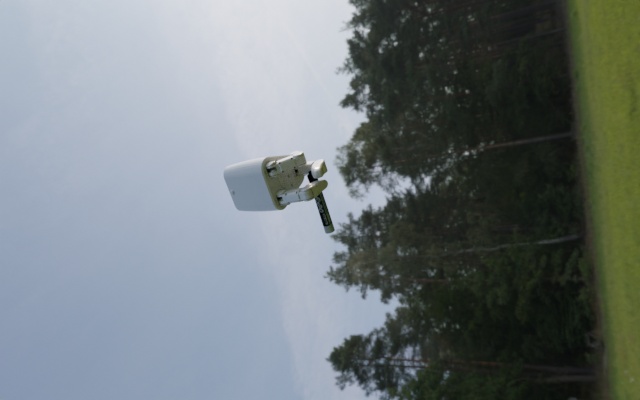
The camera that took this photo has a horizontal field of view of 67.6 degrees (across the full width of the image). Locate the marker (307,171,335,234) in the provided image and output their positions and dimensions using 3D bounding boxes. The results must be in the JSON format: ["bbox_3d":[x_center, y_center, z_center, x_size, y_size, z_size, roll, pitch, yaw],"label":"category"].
[{"bbox_3d":[0.000,0.003,0.871,0.020,0.121,0.020,-17,16,5],"label":"marker"}]
